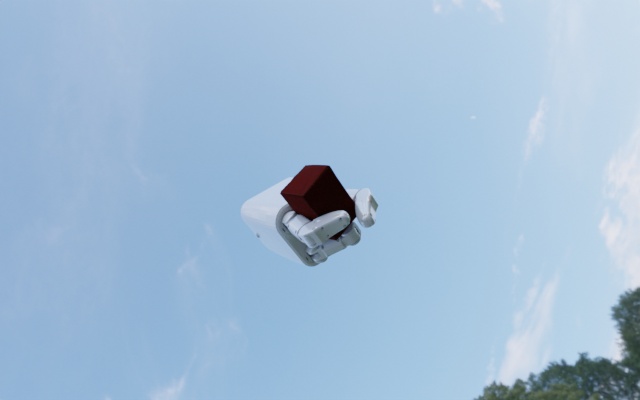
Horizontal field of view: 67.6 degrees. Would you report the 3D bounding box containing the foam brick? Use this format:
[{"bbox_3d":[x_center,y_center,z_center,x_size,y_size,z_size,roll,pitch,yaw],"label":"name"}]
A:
[{"bbox_3d":[0.000,0.002,0.576,0.053,0.078,0.051,-48,31,-21],"label":"foam brick"}]
